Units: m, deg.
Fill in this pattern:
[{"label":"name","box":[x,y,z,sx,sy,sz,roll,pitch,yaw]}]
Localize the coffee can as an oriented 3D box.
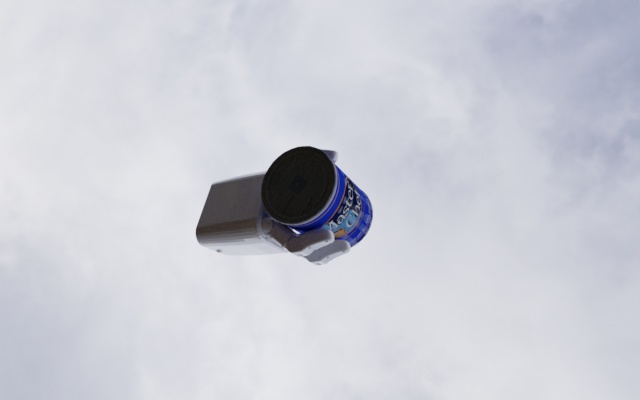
[{"label":"coffee can","box":[0.000,0.002,0.641,0.103,0.102,0.140,0,-19,26]}]
